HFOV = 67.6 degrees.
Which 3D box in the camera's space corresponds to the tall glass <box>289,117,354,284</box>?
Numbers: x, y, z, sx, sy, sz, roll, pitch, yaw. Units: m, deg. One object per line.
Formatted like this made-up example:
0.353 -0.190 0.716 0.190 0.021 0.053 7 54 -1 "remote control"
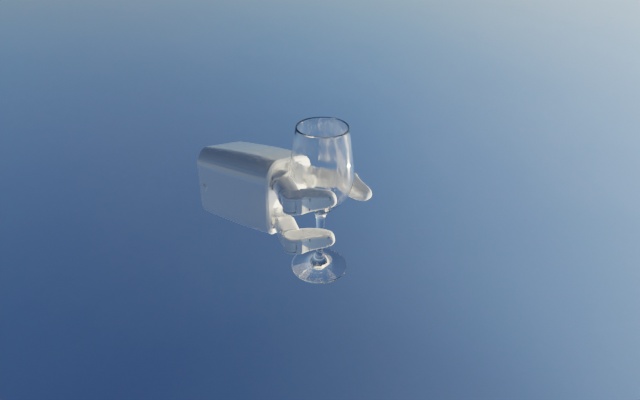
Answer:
0.000 0.003 0.588 0.079 0.201 0.079 1 32 -1 "tall glass"
